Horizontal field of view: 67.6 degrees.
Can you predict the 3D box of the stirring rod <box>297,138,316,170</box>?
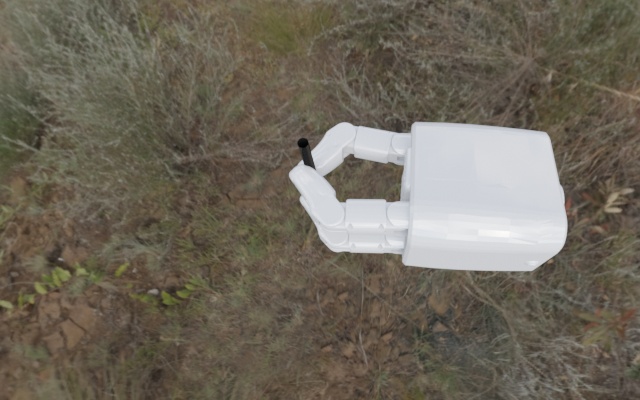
[{"bbox_3d":[0.000,0.001,0.449,0.011,0.011,0.240,0,-20,6],"label":"stirring rod"}]
